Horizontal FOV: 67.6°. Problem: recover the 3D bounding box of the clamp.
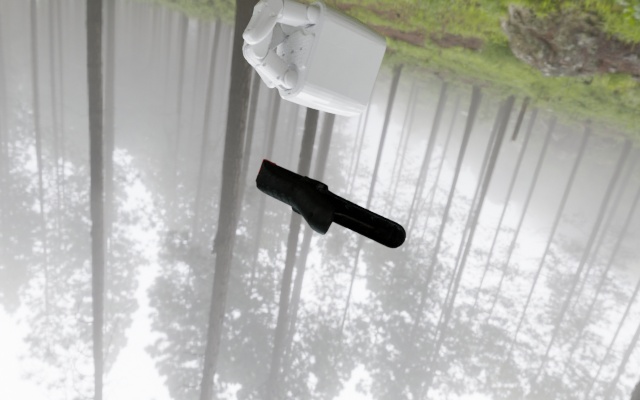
[{"bbox_3d":[0.000,0.002,0.464,0.120,0.039,0.171,25,7,-39],"label":"clamp"}]
